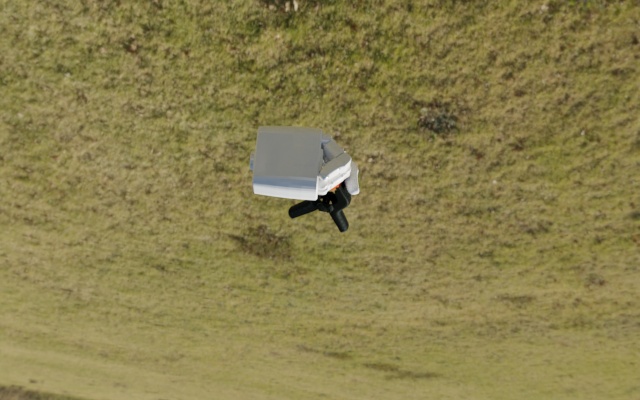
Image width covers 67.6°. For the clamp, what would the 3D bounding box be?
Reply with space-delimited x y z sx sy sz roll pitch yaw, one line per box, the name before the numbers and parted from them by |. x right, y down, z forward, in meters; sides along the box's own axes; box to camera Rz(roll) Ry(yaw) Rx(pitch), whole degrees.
clamp | 0.000 0.003 0.872 0.120 0.039 0.172 6 -33 0
